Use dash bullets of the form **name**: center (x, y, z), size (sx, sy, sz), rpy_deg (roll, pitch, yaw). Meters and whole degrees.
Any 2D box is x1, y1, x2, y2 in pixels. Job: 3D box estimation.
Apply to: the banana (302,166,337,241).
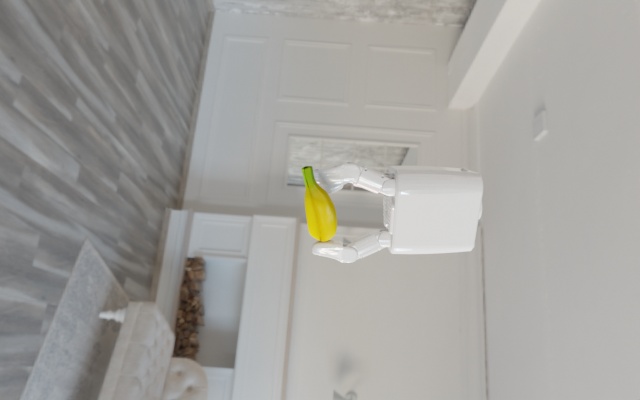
- **banana**: center (0.001, 0.019, 0.610), size (0.037, 0.069, 0.198), rpy_deg (-4, -16, 0)
